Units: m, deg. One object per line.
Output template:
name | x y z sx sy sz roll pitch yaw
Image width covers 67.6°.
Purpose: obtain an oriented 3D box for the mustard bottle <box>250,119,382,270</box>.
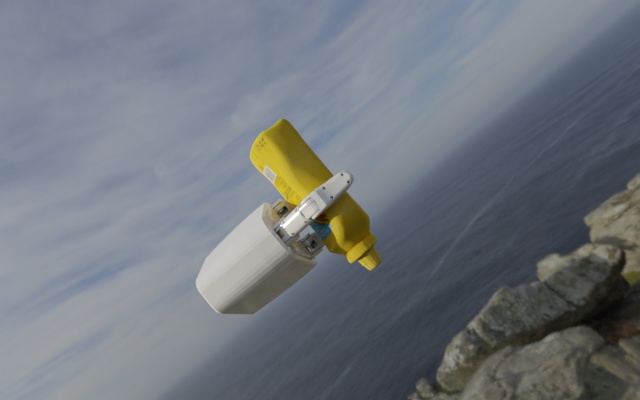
mustard bottle | 0.000 0.001 0.545 0.058 0.191 0.096 -39 -5 -20
